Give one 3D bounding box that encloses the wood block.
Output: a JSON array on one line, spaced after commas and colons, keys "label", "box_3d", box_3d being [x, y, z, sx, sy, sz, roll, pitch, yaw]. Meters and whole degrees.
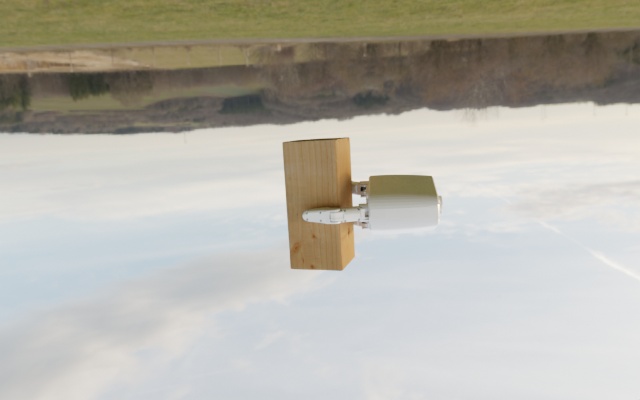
[{"label": "wood block", "box_3d": [0.000, 0.003, 0.786, 0.090, 0.206, 0.091, 0, 9, 18]}]
